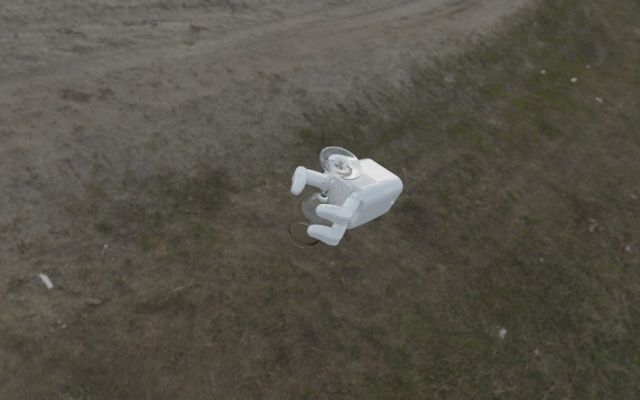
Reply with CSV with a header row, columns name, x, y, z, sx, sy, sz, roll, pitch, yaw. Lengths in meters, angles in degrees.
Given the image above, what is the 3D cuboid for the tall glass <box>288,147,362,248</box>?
name,x,y,z,sx,sy,sz,roll,pitch,yaw
tall glass,0.000,0.002,0.841,0.079,0.079,0.201,0,-40,-26
